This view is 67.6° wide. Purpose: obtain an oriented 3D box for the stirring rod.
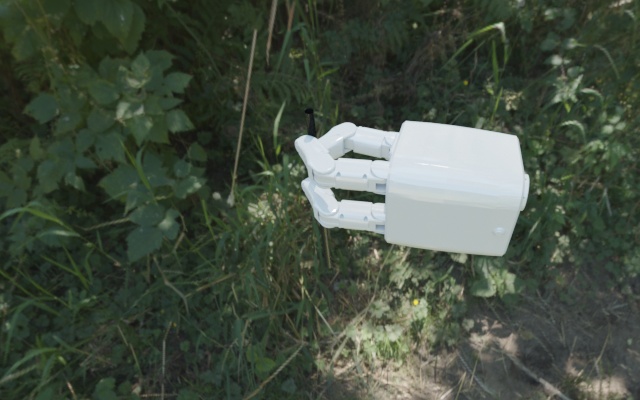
[{"bbox_3d":[0.000,0.002,0.509,0.011,0.011,0.240,0,-42,6],"label":"stirring rod"}]
